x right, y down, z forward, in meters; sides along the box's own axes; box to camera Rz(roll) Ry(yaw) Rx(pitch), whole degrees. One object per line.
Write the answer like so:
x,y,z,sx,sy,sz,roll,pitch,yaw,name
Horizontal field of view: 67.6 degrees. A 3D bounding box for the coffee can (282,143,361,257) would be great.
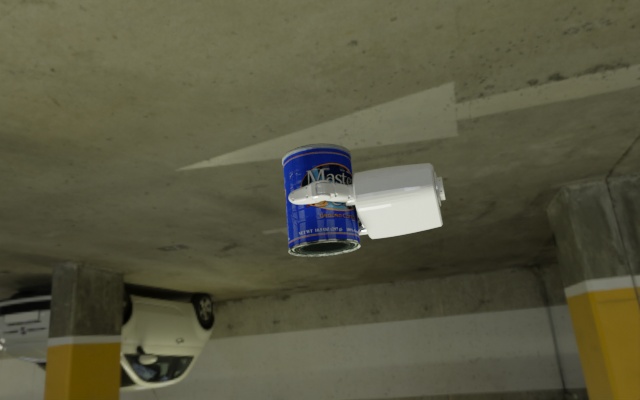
0.000,0.002,0.690,0.103,0.140,0.103,-5,-17,-1,coffee can
